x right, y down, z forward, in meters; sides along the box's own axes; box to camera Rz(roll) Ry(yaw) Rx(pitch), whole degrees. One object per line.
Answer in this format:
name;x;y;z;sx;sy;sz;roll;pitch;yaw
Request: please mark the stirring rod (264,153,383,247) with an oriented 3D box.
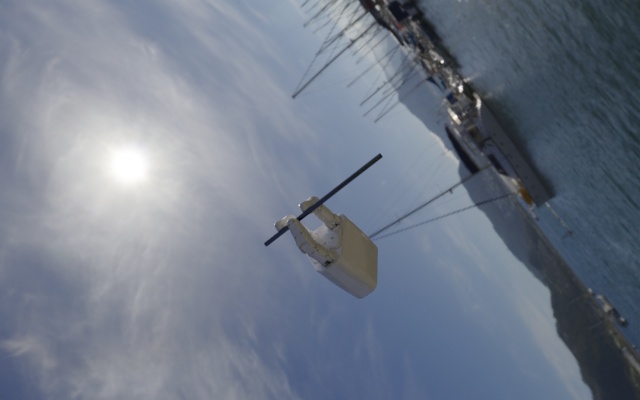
stirring rod;0.000;0.002;0.749;0.239;0.011;0.011;-38;-14;18
